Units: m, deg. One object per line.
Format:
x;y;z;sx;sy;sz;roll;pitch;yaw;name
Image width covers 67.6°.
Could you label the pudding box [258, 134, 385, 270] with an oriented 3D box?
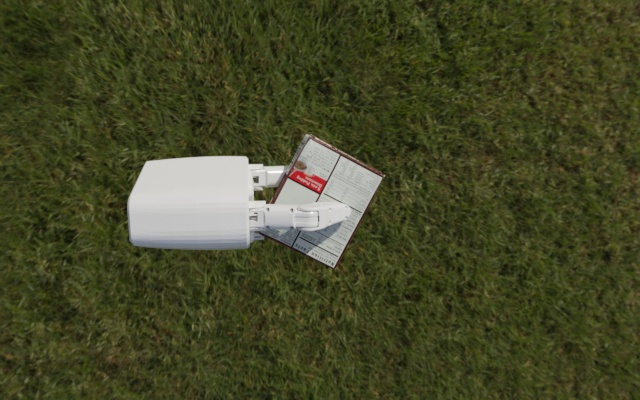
0.000;0.002;0.489;0.090;0.113;0.039;27;7;-9;pudding box
